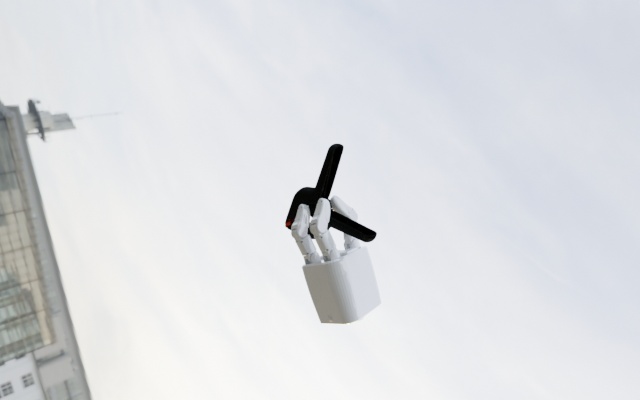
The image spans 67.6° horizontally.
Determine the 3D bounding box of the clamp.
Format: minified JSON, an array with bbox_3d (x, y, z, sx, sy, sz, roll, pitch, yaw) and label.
[{"bbox_3d":[0.000,0.003,0.819,0.036,0.164,0.210,-14,-2,-39],"label":"clamp"}]
